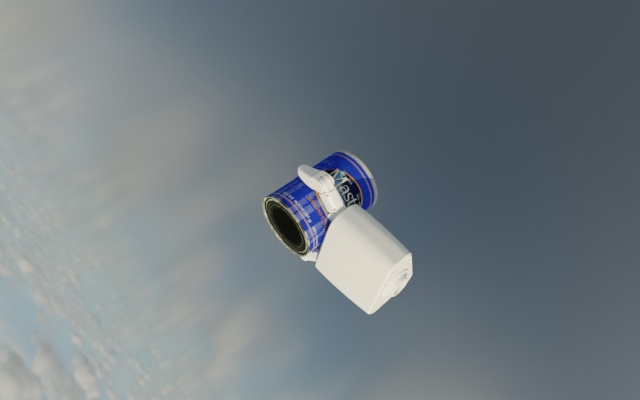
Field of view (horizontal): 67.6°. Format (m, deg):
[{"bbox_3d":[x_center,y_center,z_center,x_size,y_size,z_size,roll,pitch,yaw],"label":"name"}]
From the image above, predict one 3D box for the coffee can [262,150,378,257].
[{"bbox_3d":[0.000,0.002,0.709,0.140,0.103,0.103,-35,17,-26],"label":"coffee can"}]
